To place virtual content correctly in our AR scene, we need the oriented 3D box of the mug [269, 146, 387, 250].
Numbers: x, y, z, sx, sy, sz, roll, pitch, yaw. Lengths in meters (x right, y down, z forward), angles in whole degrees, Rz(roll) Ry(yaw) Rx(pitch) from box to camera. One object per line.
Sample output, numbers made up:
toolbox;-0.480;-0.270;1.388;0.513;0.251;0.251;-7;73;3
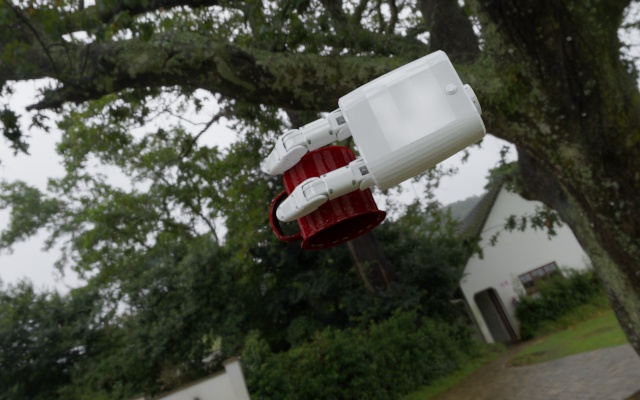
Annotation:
mug;-0.001;0.002;0.502;0.117;0.081;0.093;-25;-19;11
